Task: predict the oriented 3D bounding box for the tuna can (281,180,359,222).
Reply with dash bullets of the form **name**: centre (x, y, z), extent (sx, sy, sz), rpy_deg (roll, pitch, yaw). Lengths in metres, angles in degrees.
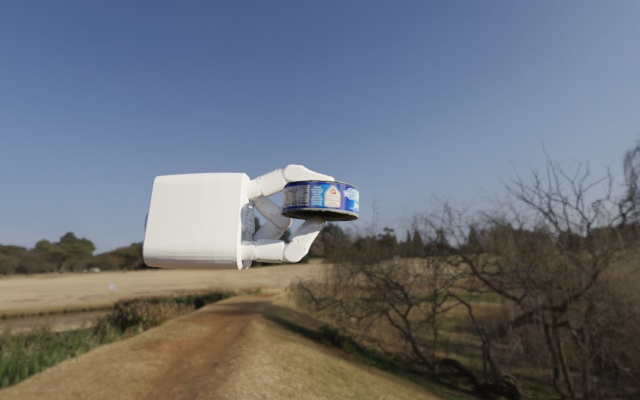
- **tuna can**: centre (0.000, 0.001, 0.530), extent (0.086, 0.033, 0.086), rpy_deg (3, -10, 0)
